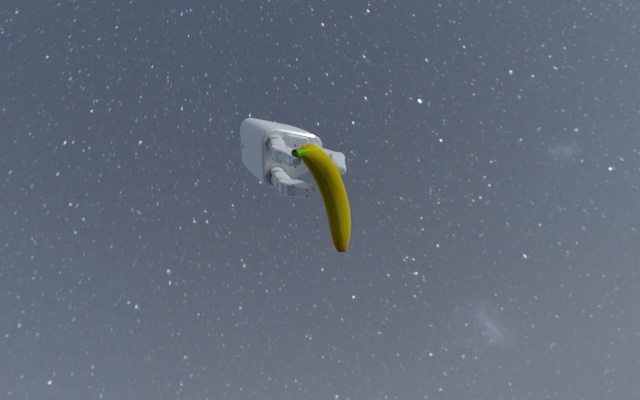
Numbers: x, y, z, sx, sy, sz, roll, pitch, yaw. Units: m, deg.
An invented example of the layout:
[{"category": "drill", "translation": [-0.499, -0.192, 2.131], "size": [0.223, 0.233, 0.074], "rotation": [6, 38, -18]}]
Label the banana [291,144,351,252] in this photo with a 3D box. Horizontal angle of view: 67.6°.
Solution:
[{"category": "banana", "translation": [0.009, -0.012, 0.712], "size": [0.037, 0.198, 0.069], "rotation": [5, 44, 40]}]
